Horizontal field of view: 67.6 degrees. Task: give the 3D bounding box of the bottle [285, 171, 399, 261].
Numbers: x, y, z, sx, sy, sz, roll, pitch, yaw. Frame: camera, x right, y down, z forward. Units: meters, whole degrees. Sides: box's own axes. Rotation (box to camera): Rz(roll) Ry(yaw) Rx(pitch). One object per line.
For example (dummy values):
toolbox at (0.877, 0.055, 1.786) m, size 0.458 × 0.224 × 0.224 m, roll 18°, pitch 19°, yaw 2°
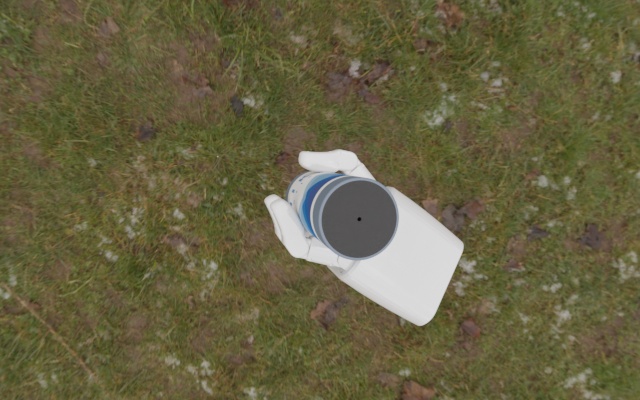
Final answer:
bottle at (0.000, 0.002, 0.518) m, size 0.069 × 0.069 × 0.295 m, roll 0°, pitch 5°, yaw -12°
